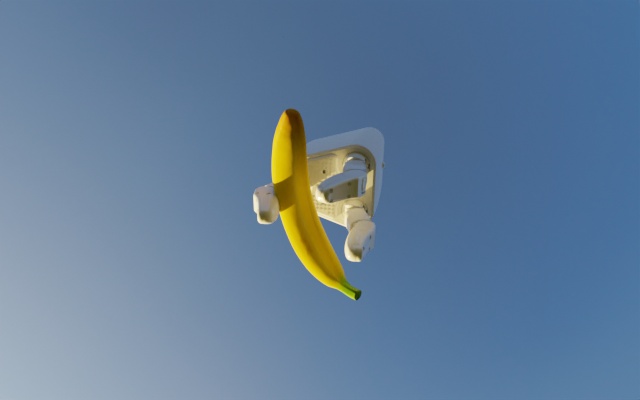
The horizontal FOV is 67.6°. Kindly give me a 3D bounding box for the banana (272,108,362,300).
[{"bbox_3d":[-0.013,0.008,0.482,0.069,0.198,0.037,-11,15,38],"label":"banana"}]
